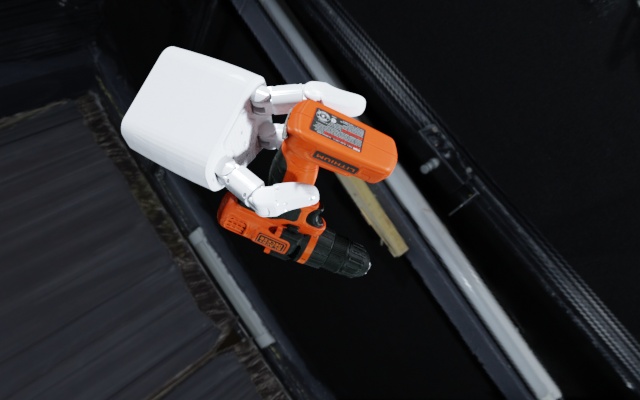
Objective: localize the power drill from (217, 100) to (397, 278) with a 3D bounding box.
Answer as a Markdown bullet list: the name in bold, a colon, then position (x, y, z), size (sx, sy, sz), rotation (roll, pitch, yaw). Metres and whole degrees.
- **power drill**: position (0.000, 0.001, 0.491), size (0.184, 0.057, 0.188), rotation (23, -46, -11)
